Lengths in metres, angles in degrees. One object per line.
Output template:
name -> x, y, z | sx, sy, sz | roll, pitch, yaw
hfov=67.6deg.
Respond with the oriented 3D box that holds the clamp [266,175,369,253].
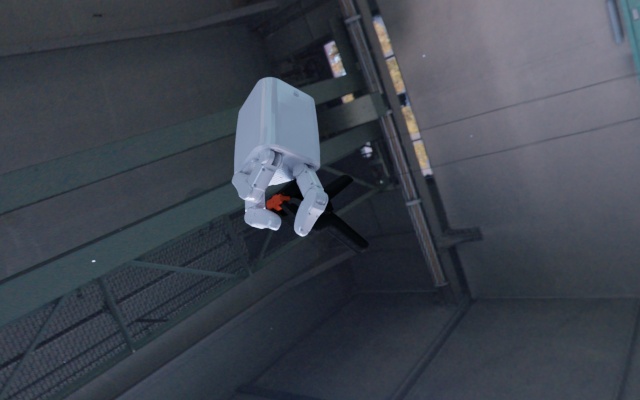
clamp -> 0.000, 0.002, 0.659 | 0.039, 0.120, 0.171 | -32, -37, 33
